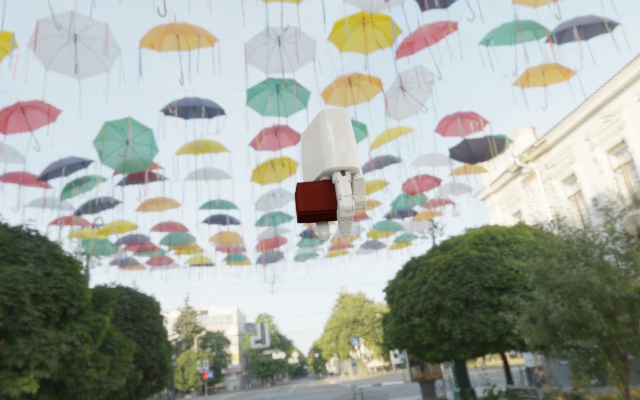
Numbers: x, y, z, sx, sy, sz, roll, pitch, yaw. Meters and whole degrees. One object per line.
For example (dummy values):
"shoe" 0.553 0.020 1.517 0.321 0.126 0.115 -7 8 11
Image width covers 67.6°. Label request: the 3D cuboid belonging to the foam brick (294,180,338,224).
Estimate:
"foam brick" 0.000 0.002 0.735 0.078 0.051 0.053 -4 -20 -9
